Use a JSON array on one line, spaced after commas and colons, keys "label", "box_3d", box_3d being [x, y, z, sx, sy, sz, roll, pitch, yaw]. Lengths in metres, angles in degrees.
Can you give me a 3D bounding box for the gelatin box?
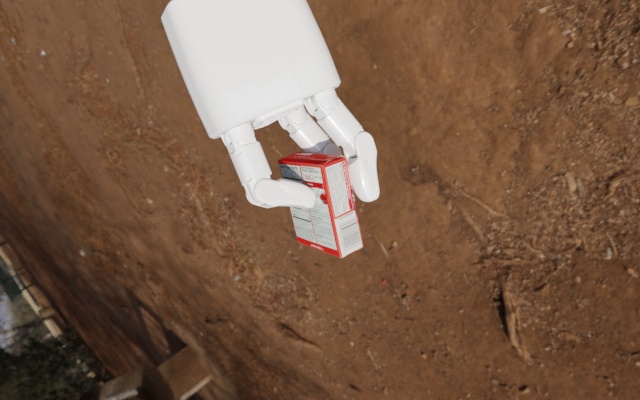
[{"label": "gelatin box", "box_3d": [0.000, 0.002, 0.441, 0.030, 0.089, 0.073, -22, 19, -31]}]
